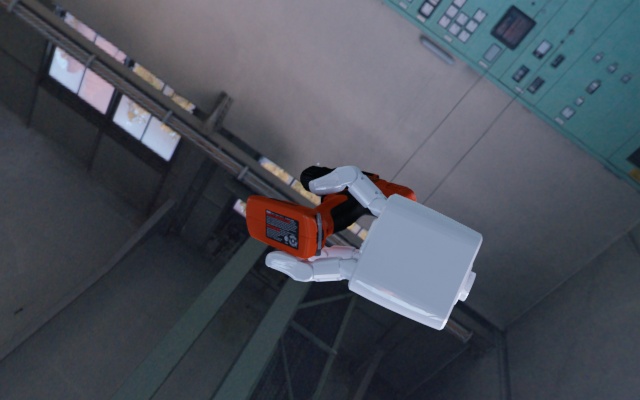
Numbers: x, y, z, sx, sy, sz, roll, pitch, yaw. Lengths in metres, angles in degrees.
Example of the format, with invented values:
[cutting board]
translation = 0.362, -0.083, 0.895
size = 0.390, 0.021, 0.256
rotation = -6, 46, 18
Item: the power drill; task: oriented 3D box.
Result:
[power drill]
translation = 0.000, 0.002, 0.601
size = 0.184, 0.057, 0.187
rotation = 15, 26, 38
